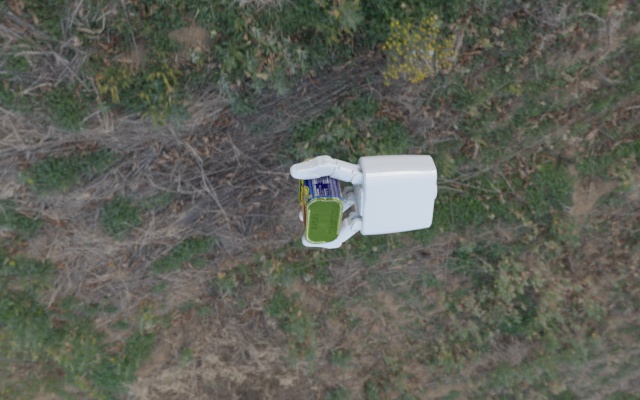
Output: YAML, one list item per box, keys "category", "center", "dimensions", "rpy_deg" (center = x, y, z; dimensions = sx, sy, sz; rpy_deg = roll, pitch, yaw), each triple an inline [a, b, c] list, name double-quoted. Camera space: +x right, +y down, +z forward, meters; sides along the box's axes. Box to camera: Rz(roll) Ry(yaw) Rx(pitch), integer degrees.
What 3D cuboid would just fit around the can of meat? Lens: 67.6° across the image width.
- category: "can of meat"
  center: [0.000, 0.002, 0.704]
  dimensions: [0.057, 0.083, 0.102]
  rpy_deg: [-3, -43, -7]
